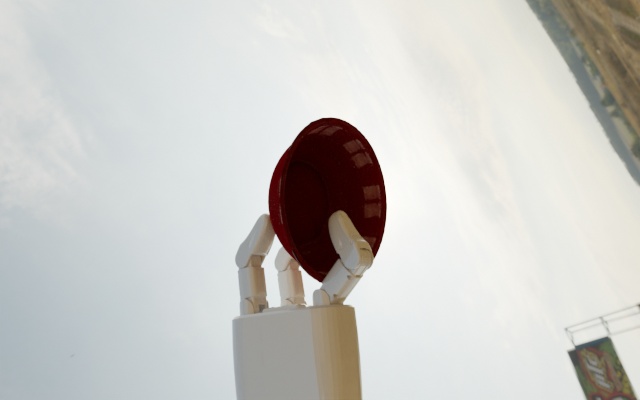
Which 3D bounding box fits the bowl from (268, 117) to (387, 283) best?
[{"bbox_3d":[0.000,0.000,0.475,0.055,0.162,0.162,-3,-2,41],"label":"bowl"}]
